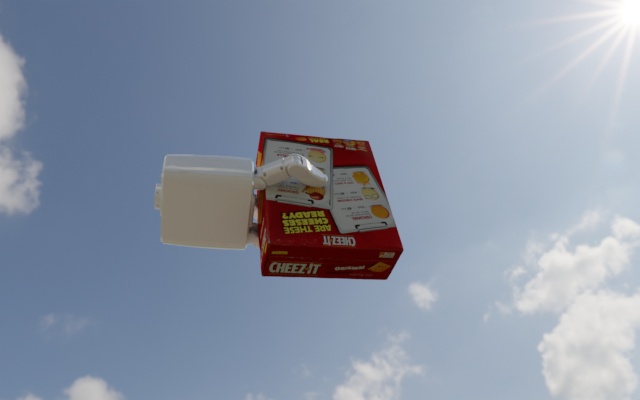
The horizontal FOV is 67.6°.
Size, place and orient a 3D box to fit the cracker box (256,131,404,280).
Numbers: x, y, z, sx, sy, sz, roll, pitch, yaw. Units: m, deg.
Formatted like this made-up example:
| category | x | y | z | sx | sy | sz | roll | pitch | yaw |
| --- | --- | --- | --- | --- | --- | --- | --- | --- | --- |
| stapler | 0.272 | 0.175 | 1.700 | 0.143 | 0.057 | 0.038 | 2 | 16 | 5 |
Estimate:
| category | x | y | z | sx | sy | sz | roll | pitch | yaw |
| --- | --- | --- | --- | --- | --- | --- | --- | --- | --- |
| cracker box | 0.000 | 0.002 | 0.636 | 0.164 | 0.072 | 0.213 | 4 | 44 | -13 |
